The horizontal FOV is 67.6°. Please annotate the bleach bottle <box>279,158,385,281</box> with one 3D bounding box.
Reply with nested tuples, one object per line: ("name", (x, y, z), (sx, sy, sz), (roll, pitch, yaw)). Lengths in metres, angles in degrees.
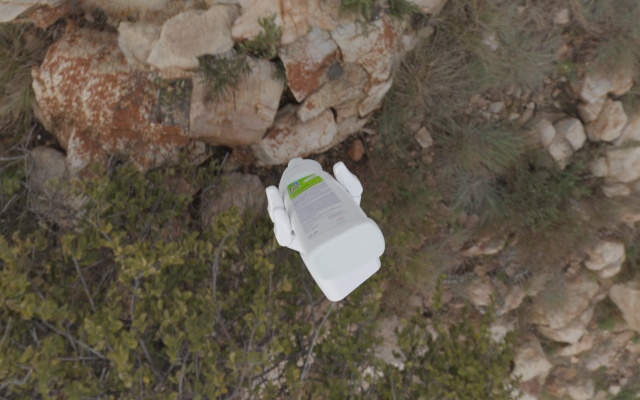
("bleach bottle", (0.000, 0.002, 0.694), (0.102, 0.068, 0.250), (-27, 36, 0))
